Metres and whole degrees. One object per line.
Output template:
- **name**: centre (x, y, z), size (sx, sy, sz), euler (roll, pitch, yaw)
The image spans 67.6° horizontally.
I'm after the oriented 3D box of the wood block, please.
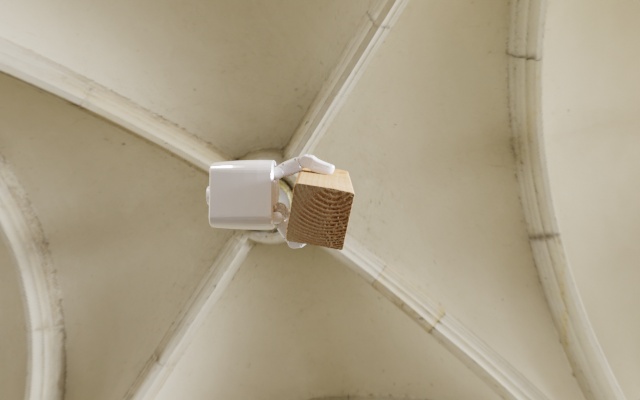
- **wood block**: centre (0.000, 0.002, 0.794), size (0.090, 0.091, 0.206), euler (10, 12, -2)
